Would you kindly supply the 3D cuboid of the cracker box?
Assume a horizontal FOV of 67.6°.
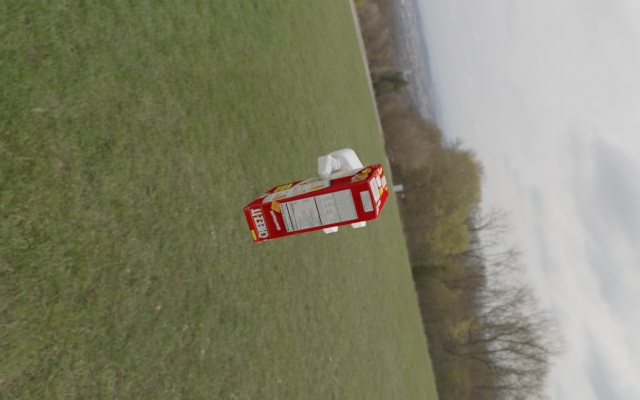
[{"bbox_3d":[0.000,0.002,0.820,0.214,0.072,0.164,-12,10,17],"label":"cracker box"}]
